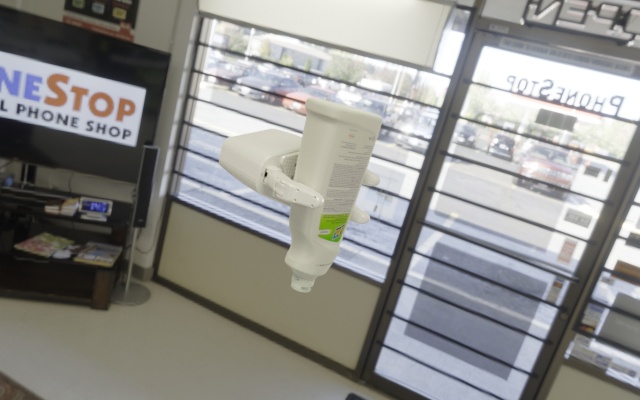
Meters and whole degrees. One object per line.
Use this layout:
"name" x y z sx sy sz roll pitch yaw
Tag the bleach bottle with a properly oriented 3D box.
"bleach bottle" 0.000 0.002 0.617 0.102 0.251 0.068 2 20 -44
